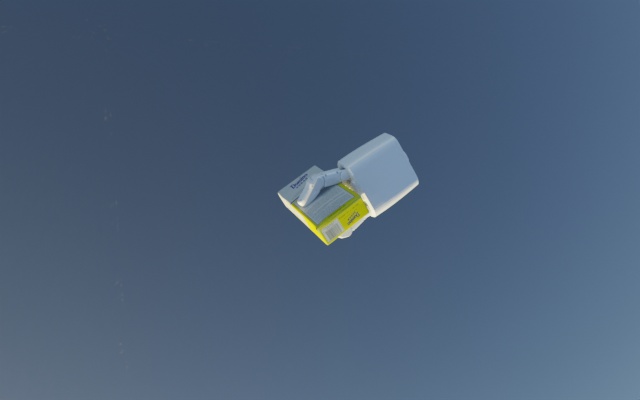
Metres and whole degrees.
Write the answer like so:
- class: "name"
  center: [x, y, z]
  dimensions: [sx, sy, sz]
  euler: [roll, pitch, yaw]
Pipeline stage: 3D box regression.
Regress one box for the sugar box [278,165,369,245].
- class: "sugar box"
  center: [0.001, 0.003, 0.847]
  dimensions: [0.093, 0.048, 0.176]
  euler: [-37, 30, -9]
